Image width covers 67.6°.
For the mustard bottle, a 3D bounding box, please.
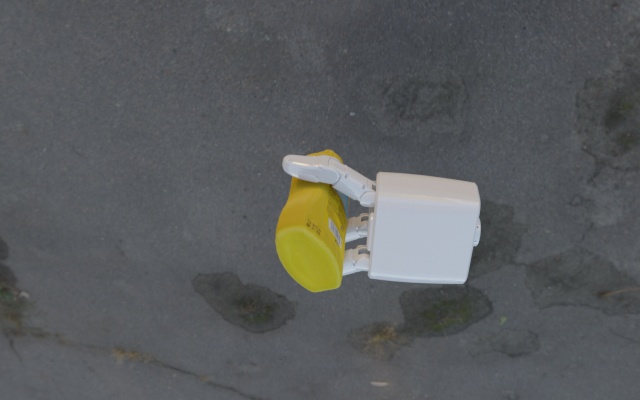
[{"bbox_3d":[0.000,0.002,0.542,0.058,0.096,0.191,-16,35,21],"label":"mustard bottle"}]
